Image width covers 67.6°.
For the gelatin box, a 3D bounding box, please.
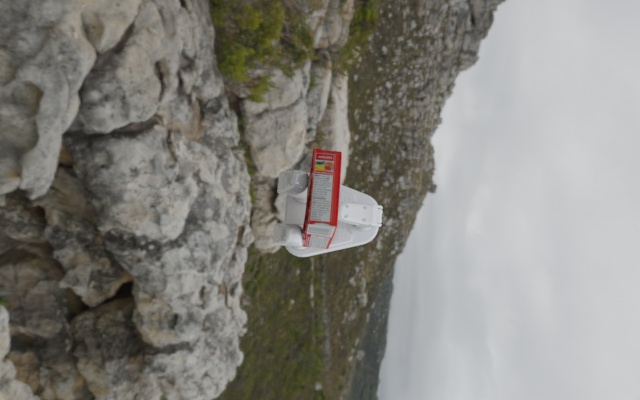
[{"bbox_3d":[0.001,0.001,0.463,0.030,0.073,0.089,6,-19,-3],"label":"gelatin box"}]
